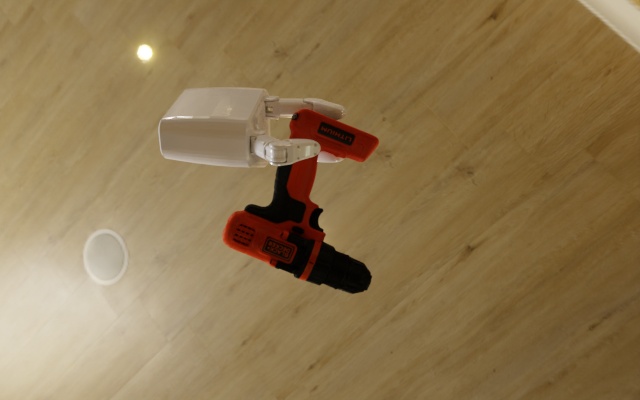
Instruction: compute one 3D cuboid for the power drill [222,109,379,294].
[{"bbox_3d":[0.000,0.001,0.561,0.184,0.187,0.057,22,-1,-7],"label":"power drill"}]
